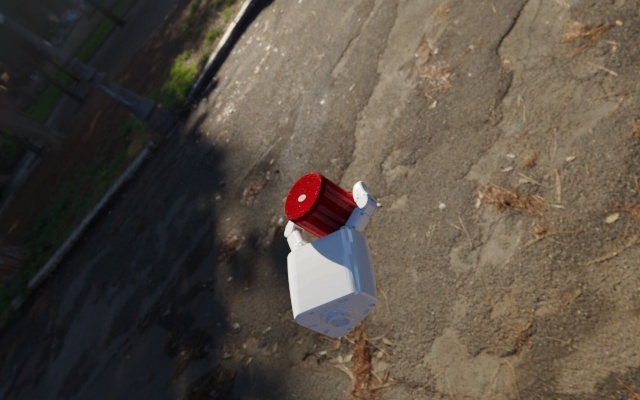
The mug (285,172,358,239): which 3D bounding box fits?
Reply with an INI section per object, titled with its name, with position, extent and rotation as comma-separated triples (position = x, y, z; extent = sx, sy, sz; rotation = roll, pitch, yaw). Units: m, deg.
[mug]
position = 0.000, 0.001, 0.717
extent = 0.093, 0.117, 0.081
rotation = -39, -51, 26
